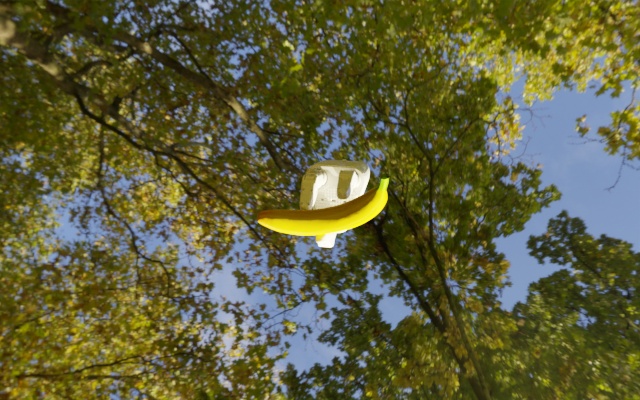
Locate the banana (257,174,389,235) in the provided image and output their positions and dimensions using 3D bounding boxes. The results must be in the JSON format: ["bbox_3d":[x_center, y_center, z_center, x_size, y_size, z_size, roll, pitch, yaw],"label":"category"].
[{"bbox_3d":[0.011,0.016,0.661,0.198,0.070,0.037,-18,28,18],"label":"banana"}]
